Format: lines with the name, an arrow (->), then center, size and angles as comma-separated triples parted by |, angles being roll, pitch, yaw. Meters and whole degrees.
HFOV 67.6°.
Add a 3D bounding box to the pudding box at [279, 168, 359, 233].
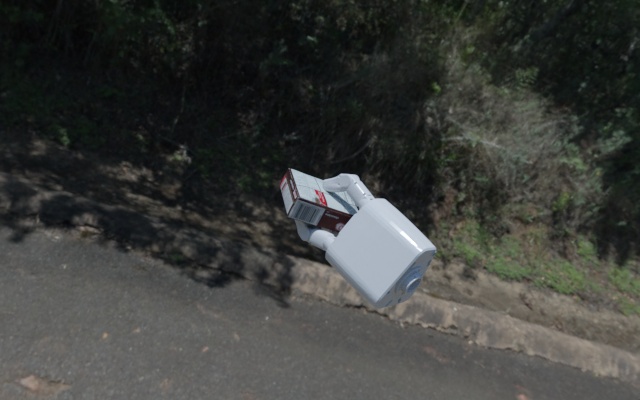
pudding box -> 0.000, 0.002, 0.720 | 0.113, 0.039, 0.090 | 20, 25, -25
